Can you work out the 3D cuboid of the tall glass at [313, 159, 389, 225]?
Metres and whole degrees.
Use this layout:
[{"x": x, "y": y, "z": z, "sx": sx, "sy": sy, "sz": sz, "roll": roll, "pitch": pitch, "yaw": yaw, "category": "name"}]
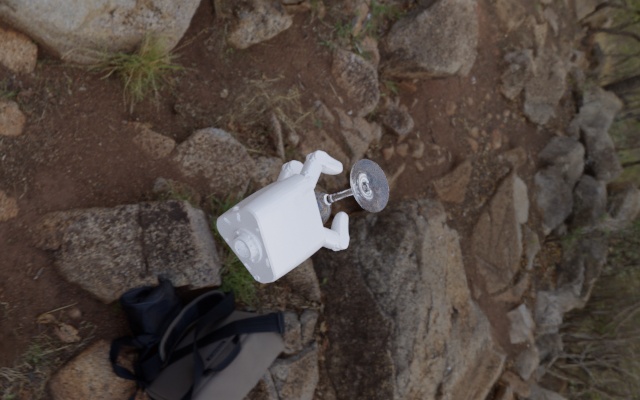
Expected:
[{"x": 0.001, "y": 0.002, "z": 0.704, "sx": 0.079, "sy": 0.079, "sz": 0.201, "roll": 0, "pitch": -13, "yaw": -43, "category": "tall glass"}]
